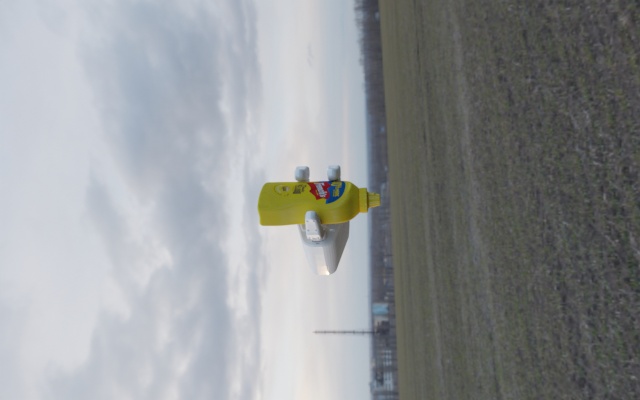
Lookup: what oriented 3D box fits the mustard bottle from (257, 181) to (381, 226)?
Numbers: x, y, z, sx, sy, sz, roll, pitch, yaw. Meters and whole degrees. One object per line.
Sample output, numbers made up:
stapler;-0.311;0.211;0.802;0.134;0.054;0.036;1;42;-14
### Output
mustard bottle;0.000;0.002;0.770;0.191;0.058;0.096;-2;27;6
